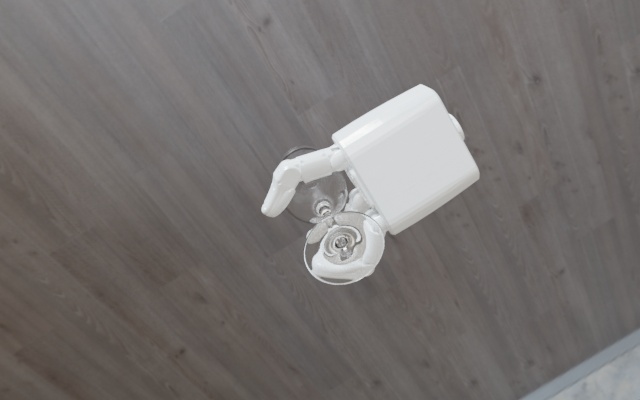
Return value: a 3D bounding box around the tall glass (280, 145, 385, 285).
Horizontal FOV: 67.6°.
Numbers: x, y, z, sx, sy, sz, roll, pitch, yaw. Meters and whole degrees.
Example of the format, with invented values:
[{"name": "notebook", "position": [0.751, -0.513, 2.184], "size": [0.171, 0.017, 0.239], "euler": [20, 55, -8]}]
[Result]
[{"name": "tall glass", "position": [0.000, 0.002, 0.507], "size": [0.079, 0.079, 0.201], "euler": [0, 25, -14]}]
